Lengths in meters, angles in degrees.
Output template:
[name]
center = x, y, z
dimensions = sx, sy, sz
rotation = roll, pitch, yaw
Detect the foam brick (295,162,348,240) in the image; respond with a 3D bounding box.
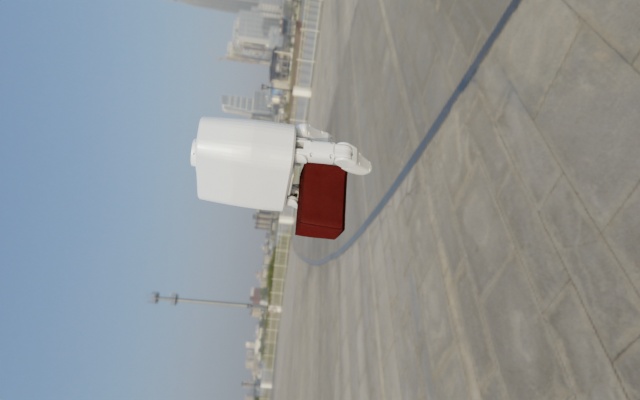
[foam brick]
center = 0.000, 0.002, 0.563
dimensions = 0.051, 0.078, 0.053
rotation = 7, -20, -9
